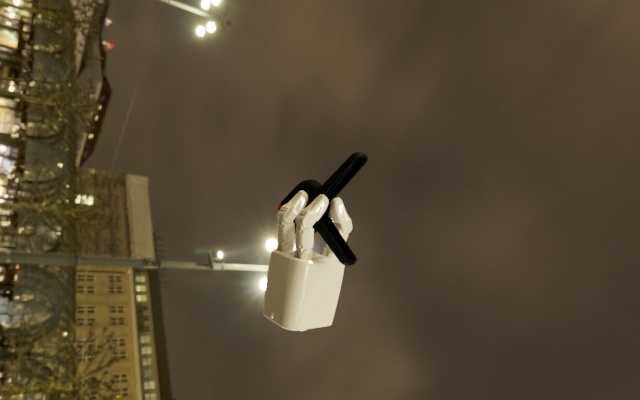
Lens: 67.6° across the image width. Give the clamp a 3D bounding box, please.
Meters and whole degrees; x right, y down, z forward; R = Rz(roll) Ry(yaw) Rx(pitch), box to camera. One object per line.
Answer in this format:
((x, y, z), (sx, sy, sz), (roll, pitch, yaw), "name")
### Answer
((0.000, 0.003, 0.759), (0.036, 0.164, 0.210), (12, 0, -35), "clamp")
